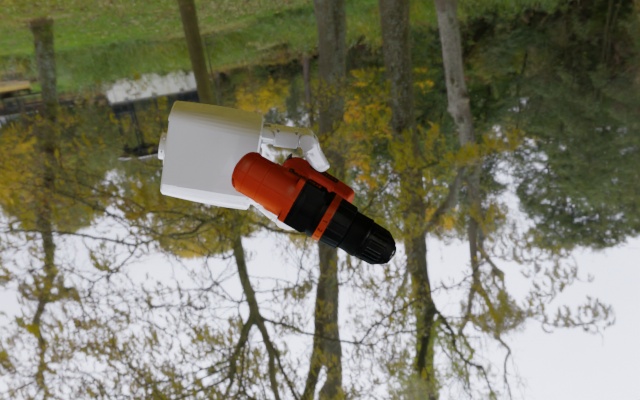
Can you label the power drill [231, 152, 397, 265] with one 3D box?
[{"bbox_3d":[0.000,0.002,0.554,0.184,0.057,0.187,32,6,0],"label":"power drill"}]
